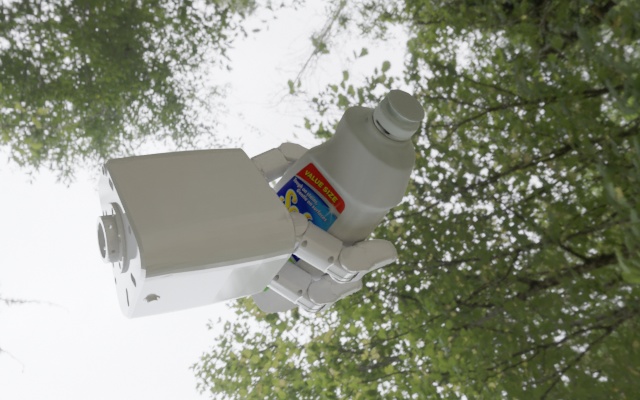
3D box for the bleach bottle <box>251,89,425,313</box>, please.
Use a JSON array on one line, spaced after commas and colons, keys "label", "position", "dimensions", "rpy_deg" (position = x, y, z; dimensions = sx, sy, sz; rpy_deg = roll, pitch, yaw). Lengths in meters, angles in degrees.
[{"label": "bleach bottle", "position": [0.000, 0.001, 0.403], "dimensions": [0.068, 0.102, 0.251], "rpy_deg": [-8, -30, -35]}]
